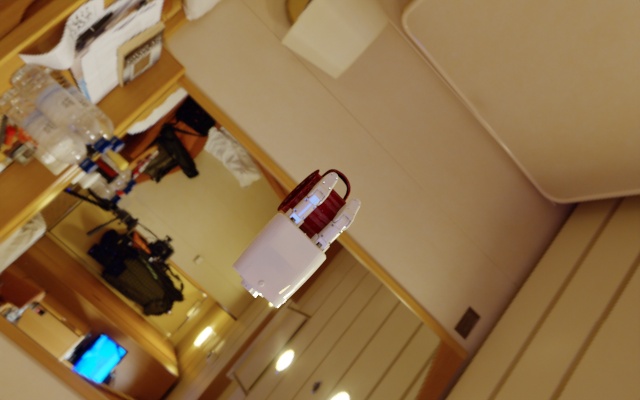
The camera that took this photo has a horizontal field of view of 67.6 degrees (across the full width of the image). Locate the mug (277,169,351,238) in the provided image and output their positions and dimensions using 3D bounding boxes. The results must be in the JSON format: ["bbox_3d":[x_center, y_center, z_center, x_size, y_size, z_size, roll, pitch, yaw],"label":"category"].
[{"bbox_3d":[0.001,0.002,0.765,0.081,0.117,0.093,46,-11,-9],"label":"mug"}]
